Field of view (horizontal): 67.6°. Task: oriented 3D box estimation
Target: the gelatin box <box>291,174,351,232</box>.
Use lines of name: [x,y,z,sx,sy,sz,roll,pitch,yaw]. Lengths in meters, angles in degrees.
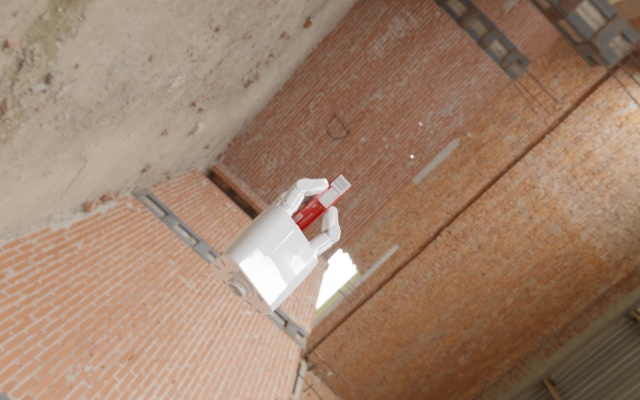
gelatin box: [0.001,0.003,0.768,0.073,0.030,0.089,-40,2,43]
